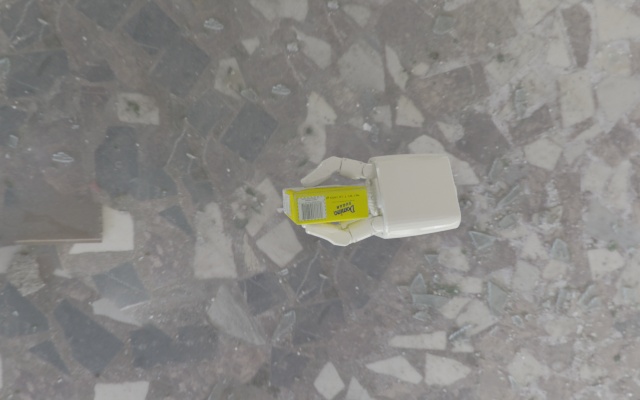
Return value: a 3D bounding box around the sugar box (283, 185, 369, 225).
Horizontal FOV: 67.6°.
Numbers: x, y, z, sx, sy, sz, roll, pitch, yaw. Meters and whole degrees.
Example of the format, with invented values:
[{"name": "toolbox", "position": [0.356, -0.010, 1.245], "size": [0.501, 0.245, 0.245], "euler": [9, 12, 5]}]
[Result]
[{"name": "sugar box", "position": [0.000, 0.003, 0.660], "size": [0.093, 0.048, 0.176], "euler": [-4, 1, -8]}]
